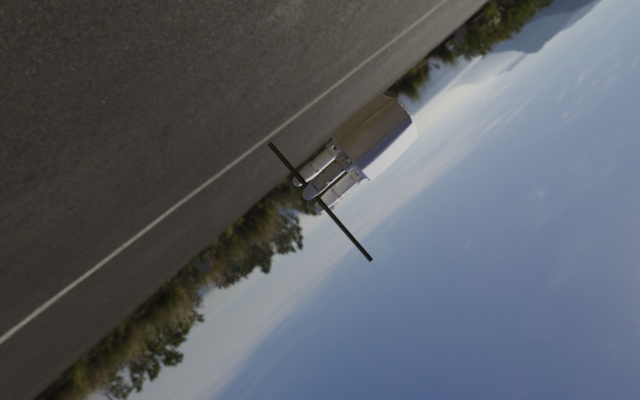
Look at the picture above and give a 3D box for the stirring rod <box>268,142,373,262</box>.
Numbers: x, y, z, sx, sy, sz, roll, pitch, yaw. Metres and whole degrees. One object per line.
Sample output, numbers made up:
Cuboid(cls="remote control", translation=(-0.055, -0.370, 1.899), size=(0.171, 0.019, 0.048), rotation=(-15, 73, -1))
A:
Cuboid(cls="stirring rod", translation=(0.000, 0.002, 0.741), size=(0.011, 0.239, 0.011), rotation=(-41, 0, 0))
